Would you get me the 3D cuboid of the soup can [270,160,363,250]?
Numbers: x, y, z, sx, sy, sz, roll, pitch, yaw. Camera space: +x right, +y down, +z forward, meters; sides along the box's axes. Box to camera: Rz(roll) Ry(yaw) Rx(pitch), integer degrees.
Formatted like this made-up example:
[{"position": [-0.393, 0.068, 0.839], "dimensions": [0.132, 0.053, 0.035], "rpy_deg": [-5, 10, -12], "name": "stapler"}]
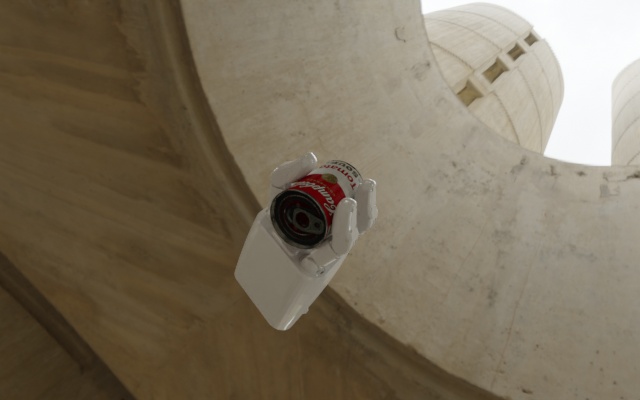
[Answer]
[{"position": [0.000, 0.001, 0.531], "dimensions": [0.068, 0.068, 0.102], "rpy_deg": [0, 22, 31], "name": "soup can"}]
